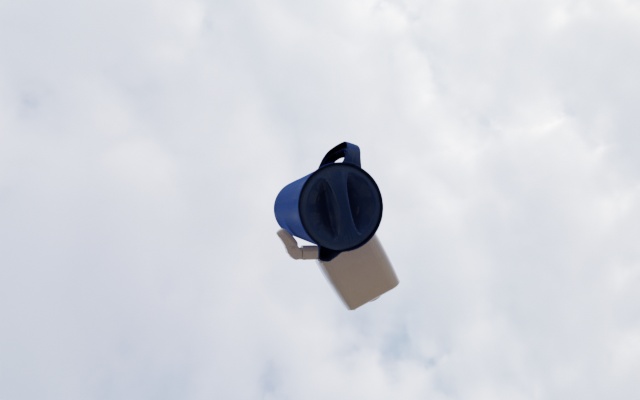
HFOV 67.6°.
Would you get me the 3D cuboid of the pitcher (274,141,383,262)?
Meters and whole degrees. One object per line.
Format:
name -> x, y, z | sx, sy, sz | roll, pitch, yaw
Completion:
pitcher -> 0.000, 0.003, 0.809 | 0.149, 0.145, 0.243 | -32, 8, -16
